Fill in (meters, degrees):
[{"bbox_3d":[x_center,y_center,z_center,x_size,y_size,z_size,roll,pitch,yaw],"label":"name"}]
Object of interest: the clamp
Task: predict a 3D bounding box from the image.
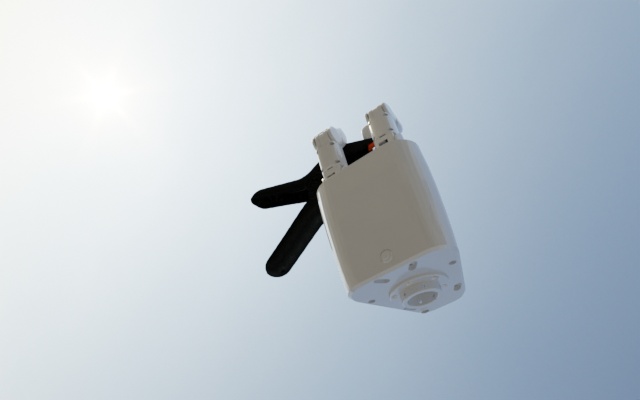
[{"bbox_3d":[0.001,0.002,0.481,0.171,0.120,0.039,-31,-41,21],"label":"clamp"}]
